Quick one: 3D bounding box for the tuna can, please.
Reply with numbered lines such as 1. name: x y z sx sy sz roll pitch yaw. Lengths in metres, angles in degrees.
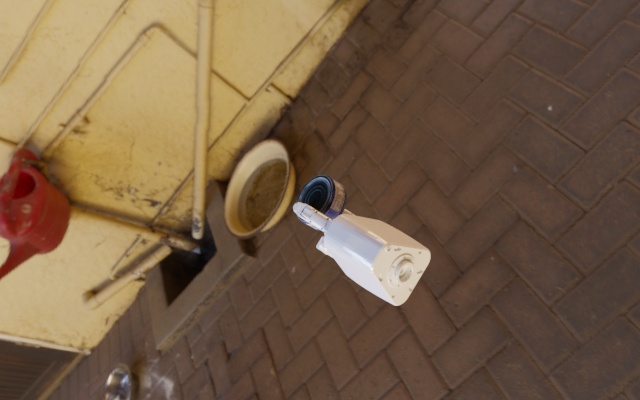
1. tuna can: 0.000 0.002 0.770 0.034 0.086 0.086 30 -19 -37
